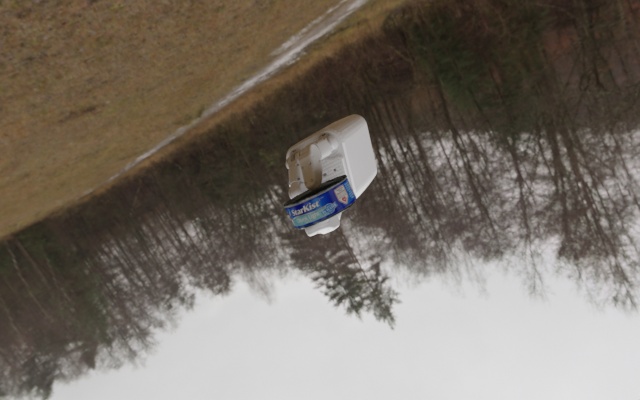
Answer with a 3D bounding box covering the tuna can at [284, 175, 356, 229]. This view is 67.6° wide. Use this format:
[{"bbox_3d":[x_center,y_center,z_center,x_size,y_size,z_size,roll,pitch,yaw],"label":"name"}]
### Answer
[{"bbox_3d":[0.000,0.002,0.584,0.086,0.034,0.086,-25,7,4],"label":"tuna can"}]
